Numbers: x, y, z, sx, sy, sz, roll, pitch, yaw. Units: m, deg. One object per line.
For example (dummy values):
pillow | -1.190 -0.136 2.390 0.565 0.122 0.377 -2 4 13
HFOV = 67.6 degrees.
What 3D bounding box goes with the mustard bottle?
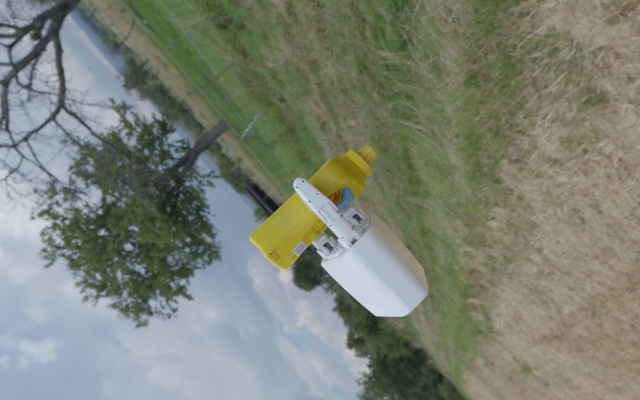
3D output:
mustard bottle | 0.000 0.002 0.610 0.058 0.191 0.096 44 -4 21
